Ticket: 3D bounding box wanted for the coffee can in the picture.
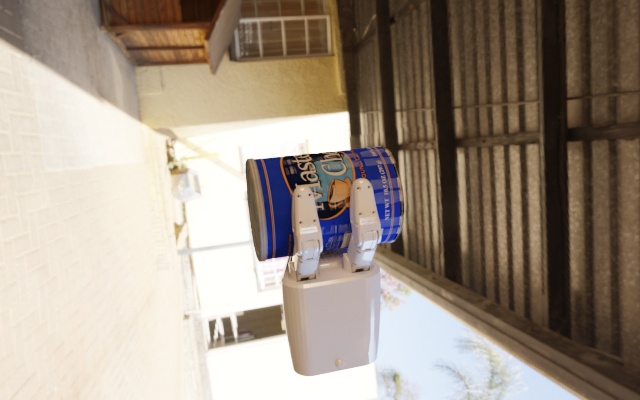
[{"bbox_3d":[0.000,0.001,0.486,0.140,0.103,0.103,-7,1,-13],"label":"coffee can"}]
